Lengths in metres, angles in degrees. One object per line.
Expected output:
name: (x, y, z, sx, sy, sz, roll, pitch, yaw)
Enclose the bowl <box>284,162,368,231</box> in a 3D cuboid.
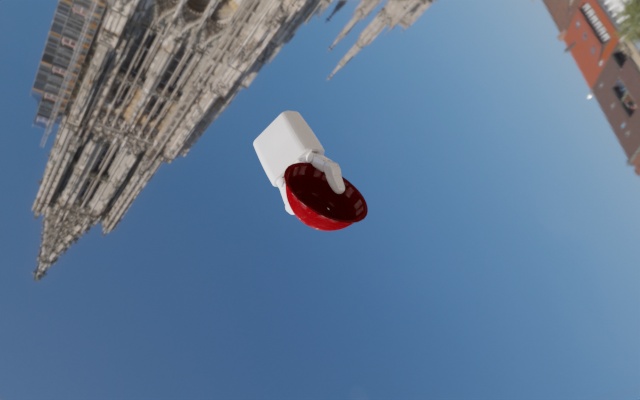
bowl: (0.000, 0.004, 0.839, 0.162, 0.055, 0.162, 22, 30, -14)
